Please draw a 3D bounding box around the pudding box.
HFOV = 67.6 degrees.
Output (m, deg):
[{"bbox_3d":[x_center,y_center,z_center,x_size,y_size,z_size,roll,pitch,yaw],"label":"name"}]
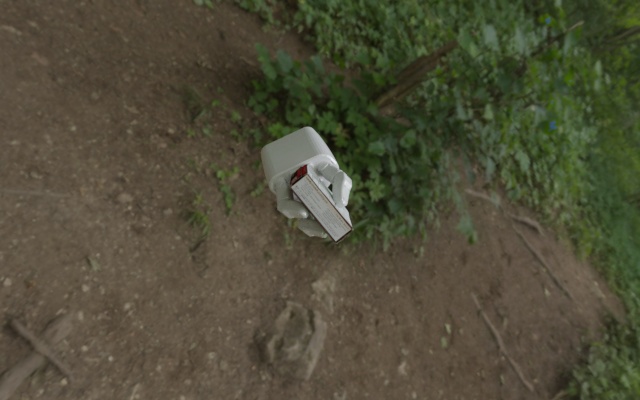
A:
[{"bbox_3d":[0.000,0.002,0.728,0.039,0.113,0.090,-40,11,8],"label":"pudding box"}]
